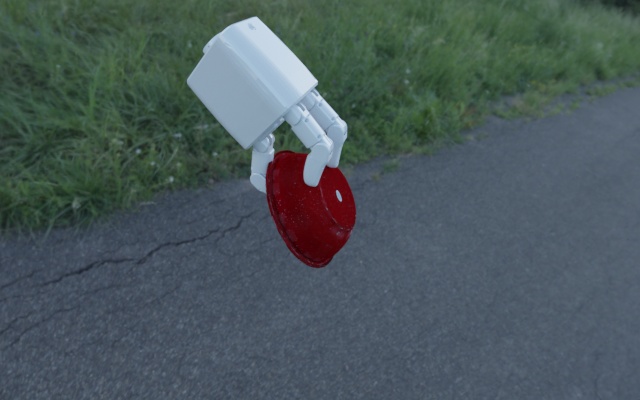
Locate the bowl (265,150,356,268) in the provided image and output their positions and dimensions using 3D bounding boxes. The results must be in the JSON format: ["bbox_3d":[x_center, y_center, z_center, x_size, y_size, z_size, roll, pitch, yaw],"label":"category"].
[{"bbox_3d":[0.001,0.003,0.613,0.055,0.162,0.162,-20,-9,26],"label":"bowl"}]
